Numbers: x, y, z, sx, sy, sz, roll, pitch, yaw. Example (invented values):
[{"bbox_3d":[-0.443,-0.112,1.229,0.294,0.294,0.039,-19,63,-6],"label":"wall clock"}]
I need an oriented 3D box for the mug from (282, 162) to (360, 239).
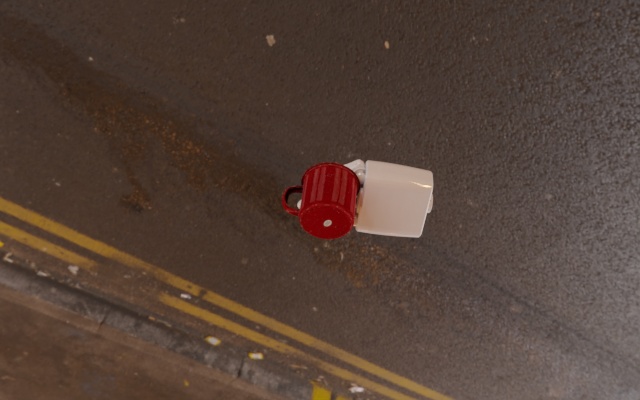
[{"bbox_3d":[-0.001,0.002,0.718,0.117,0.081,0.093,6,-44,2],"label":"mug"}]
